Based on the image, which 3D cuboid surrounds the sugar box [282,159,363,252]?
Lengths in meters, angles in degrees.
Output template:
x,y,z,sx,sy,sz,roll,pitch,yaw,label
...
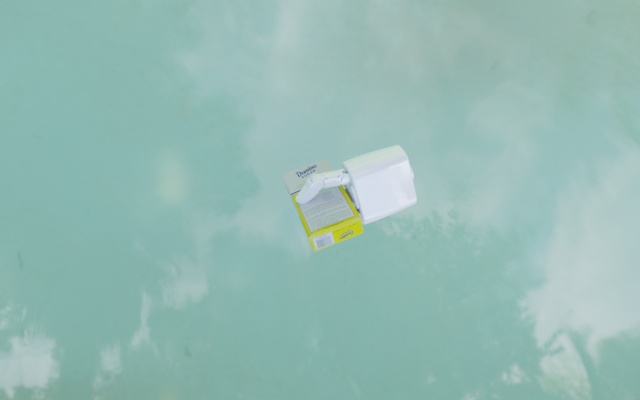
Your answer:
x,y,z,sx,sy,sz,roll,pitch,yaw,label
0.000,0.003,0.848,0.093,0.048,0.176,-20,41,-6,sugar box
